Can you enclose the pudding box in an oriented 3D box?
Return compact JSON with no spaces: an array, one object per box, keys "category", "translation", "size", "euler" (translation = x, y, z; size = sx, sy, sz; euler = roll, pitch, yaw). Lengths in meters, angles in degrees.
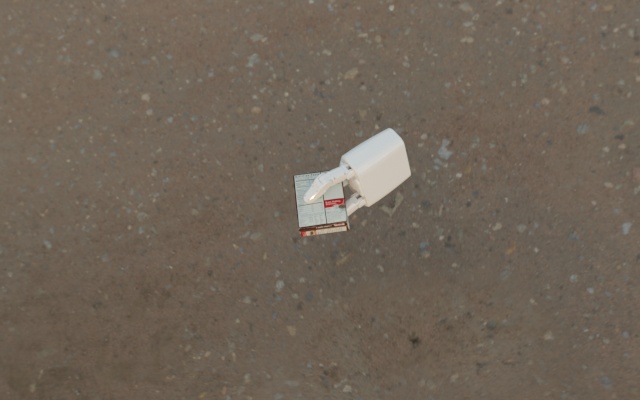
[{"category":"pudding box","translation":[0.000,0.003,0.857],"size":[0.090,0.113,0.039],"euler":[-8,-28,3]}]
